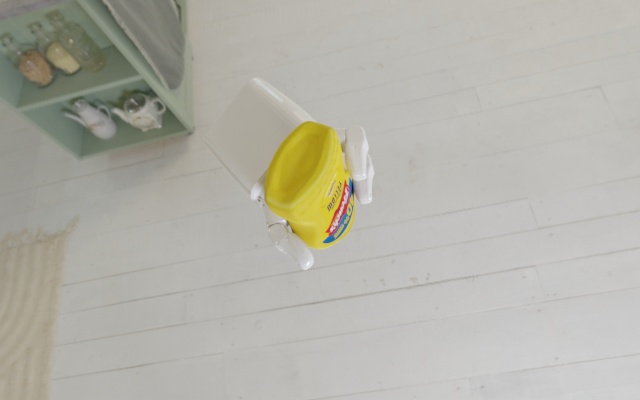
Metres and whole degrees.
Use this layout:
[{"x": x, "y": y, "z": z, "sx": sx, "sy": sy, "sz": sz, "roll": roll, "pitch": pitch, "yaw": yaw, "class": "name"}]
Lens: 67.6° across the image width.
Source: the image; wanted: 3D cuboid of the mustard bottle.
[{"x": 0.000, "y": 0.002, "z": 0.527, "sx": 0.058, "sy": 0.096, "sz": 0.192, "roll": 18, "pitch": -18, "yaw": 20, "class": "mustard bottle"}]
